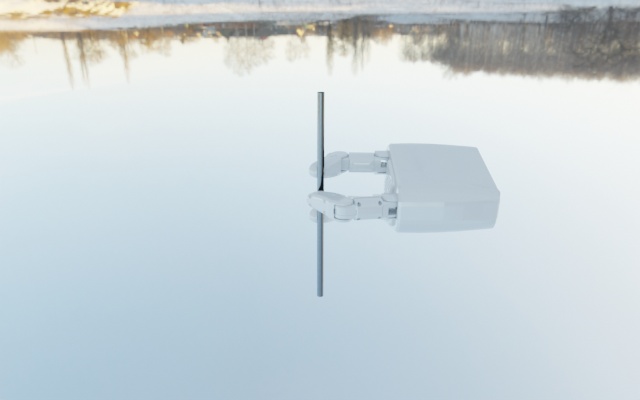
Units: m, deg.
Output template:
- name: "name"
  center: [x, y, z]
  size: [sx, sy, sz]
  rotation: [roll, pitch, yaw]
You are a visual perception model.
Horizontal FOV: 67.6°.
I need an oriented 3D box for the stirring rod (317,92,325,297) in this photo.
- name: "stirring rod"
  center: [0.000, 0.002, 0.530]
  size: [0.011, 0.240, 0.011]
  rotation: [0, 21, 0]
